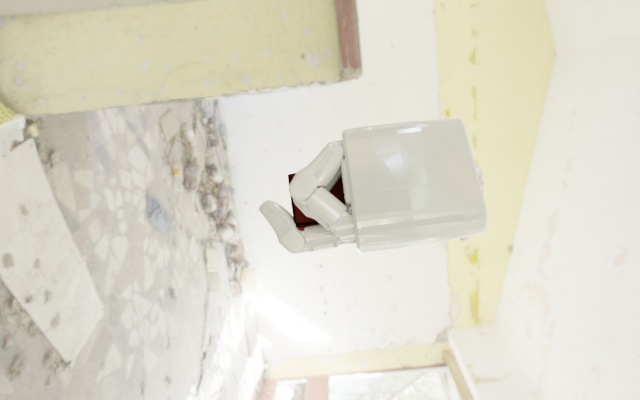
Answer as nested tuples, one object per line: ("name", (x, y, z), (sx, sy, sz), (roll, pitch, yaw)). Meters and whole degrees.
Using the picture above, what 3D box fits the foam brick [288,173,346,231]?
("foam brick", (0.000, 0.002, 0.482), (0.051, 0.053, 0.078), (-8, -8, 3))
